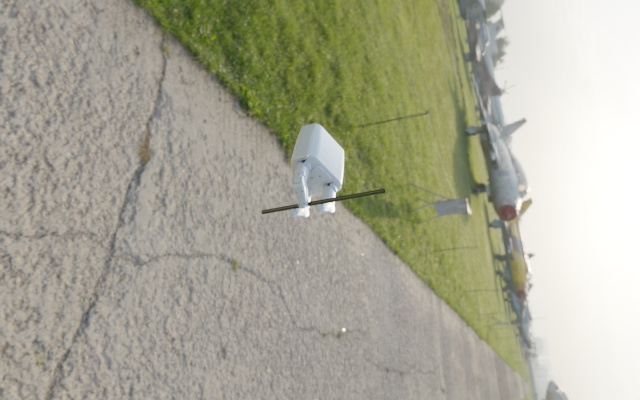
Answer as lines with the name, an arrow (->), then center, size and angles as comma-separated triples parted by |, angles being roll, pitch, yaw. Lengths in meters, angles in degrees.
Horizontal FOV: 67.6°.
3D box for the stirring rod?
stirring rod -> 0.000, 0.003, 0.873 | 0.239, 0.011, 0.011 | -10, -4, 20
